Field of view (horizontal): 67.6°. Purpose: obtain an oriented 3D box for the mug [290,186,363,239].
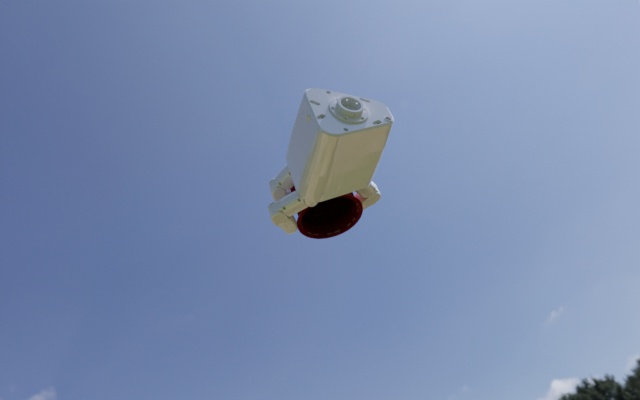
[{"bbox_3d":[0.000,0.003,0.680,0.093,0.081,0.117,-2,-42,-21],"label":"mug"}]
